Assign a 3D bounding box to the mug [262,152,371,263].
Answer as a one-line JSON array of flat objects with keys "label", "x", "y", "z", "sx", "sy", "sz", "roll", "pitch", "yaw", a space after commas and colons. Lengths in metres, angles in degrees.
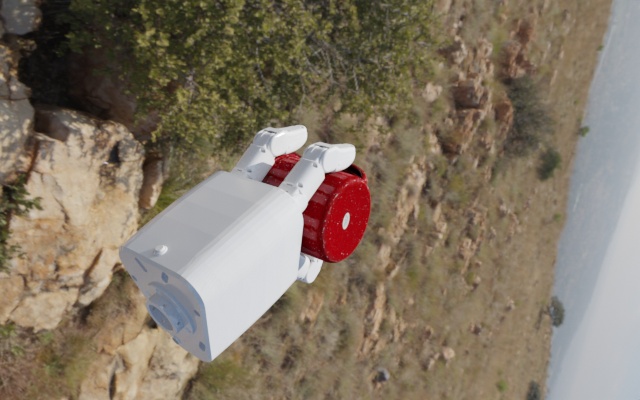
[{"label": "mug", "x": 0.001, "y": 0.001, "z": 0.451, "sx": 0.081, "sy": 0.093, "sz": 0.117, "roll": 19, "pitch": 45, "yaw": 32}]
